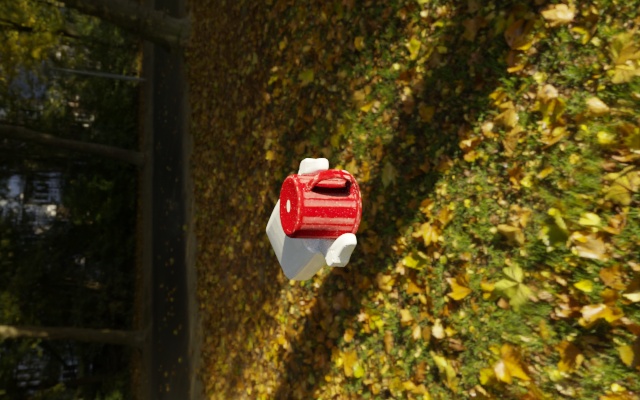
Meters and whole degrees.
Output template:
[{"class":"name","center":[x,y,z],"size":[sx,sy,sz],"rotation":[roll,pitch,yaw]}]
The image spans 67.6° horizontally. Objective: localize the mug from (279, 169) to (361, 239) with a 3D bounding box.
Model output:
[{"class":"mug","center":[0.000,0.001,0.610],"size":[0.081,0.093,0.117],"rotation":[2,-35,-23]}]
